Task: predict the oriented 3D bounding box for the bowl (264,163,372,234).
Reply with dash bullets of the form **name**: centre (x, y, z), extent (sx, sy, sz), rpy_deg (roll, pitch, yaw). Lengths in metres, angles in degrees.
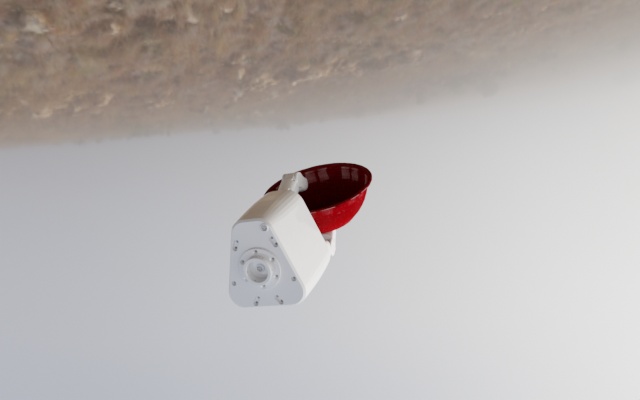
- **bowl**: centre (0.001, 0.002, 0.694), extent (0.162, 0.055, 0.162), rpy_deg (-12, 25, 6)
